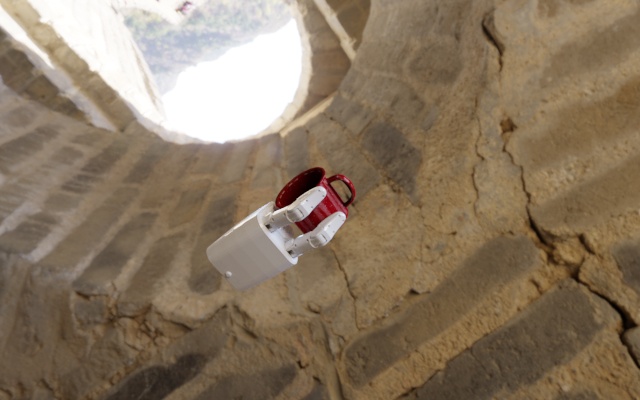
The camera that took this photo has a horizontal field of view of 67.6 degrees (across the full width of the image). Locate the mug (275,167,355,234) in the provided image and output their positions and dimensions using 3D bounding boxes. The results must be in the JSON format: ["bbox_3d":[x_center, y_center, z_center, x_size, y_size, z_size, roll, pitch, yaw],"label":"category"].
[{"bbox_3d":[0.001,0.002,0.741,0.117,0.081,0.093,-30,26,16],"label":"mug"}]
